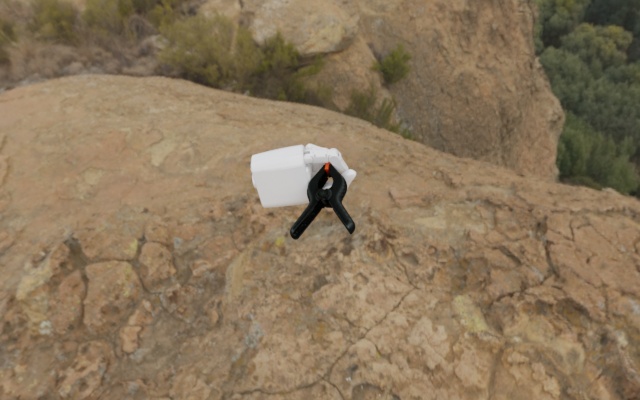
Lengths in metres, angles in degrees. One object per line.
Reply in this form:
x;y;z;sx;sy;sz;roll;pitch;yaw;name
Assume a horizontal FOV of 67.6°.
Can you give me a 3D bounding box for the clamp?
0.000;0.002;0.893;0.120;0.171;0.039;-10;-43;8;clamp
